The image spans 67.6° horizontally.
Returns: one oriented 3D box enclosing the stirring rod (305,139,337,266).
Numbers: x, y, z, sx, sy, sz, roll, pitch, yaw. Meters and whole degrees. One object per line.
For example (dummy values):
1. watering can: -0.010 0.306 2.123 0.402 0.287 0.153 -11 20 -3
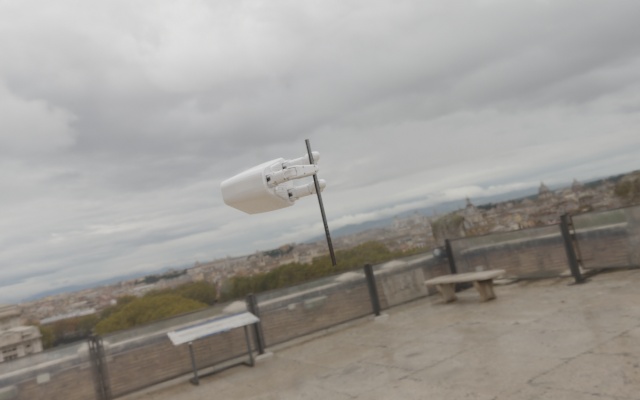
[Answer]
1. stirring rod: 0.000 0.003 0.885 0.011 0.239 0.011 -12 -5 -1
